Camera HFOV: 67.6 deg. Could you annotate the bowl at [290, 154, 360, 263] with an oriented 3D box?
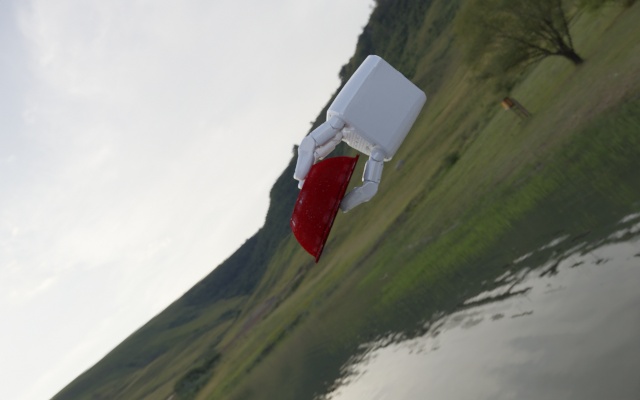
[{"bbox_3d":[-0.001,0.003,0.657,0.055,0.162,0.162,21,1,3],"label":"bowl"}]
